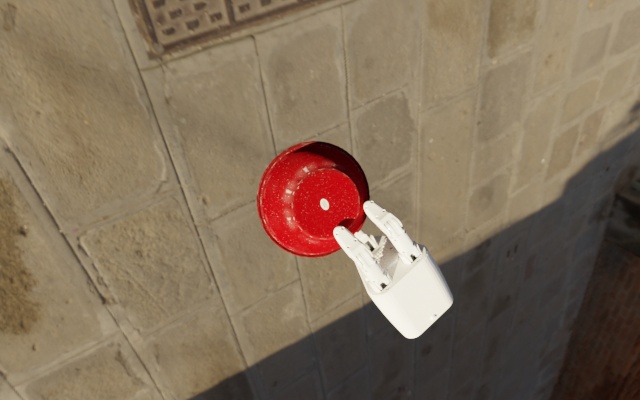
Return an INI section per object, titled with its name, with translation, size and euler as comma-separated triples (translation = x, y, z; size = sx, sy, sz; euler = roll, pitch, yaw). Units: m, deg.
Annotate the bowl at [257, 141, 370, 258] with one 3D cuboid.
[bowl]
translation = -0.001, 0.001, 0.631
size = 0.162, 0.162, 0.055
euler = 0, 6, -17
